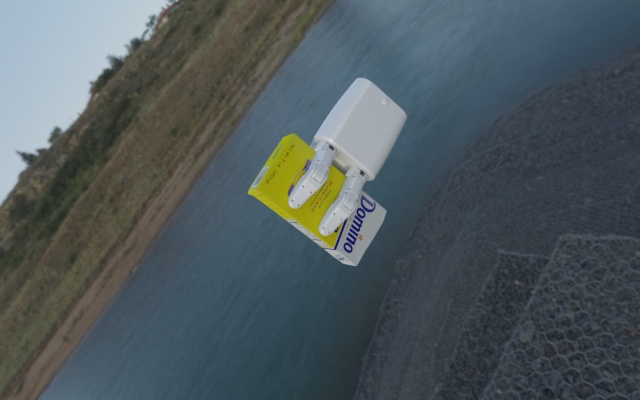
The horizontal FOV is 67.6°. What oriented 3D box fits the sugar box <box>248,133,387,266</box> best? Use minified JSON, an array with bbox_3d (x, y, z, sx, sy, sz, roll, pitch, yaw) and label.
[{"bbox_3d":[0.000,0.002,0.638,0.176,0.093,0.048,37,-16,-18],"label":"sugar box"}]
